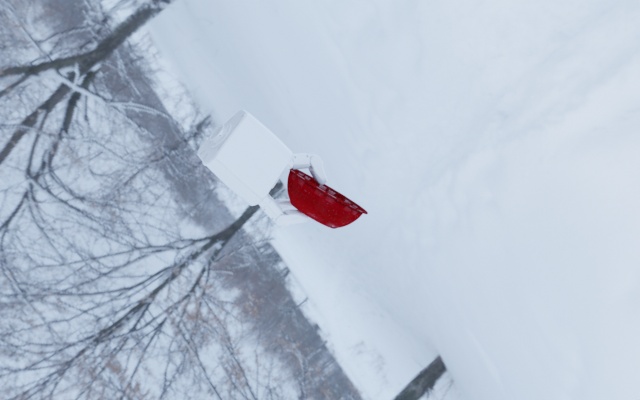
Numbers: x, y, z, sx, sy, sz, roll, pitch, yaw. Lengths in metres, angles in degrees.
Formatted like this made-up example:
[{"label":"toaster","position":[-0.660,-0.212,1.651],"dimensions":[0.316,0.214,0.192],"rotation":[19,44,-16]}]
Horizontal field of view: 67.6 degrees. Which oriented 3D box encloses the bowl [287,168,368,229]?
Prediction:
[{"label":"bowl","position":[0.001,0.004,0.829],"dimensions":[0.162,0.055,0.162],"rotation":[30,5,-3]}]
